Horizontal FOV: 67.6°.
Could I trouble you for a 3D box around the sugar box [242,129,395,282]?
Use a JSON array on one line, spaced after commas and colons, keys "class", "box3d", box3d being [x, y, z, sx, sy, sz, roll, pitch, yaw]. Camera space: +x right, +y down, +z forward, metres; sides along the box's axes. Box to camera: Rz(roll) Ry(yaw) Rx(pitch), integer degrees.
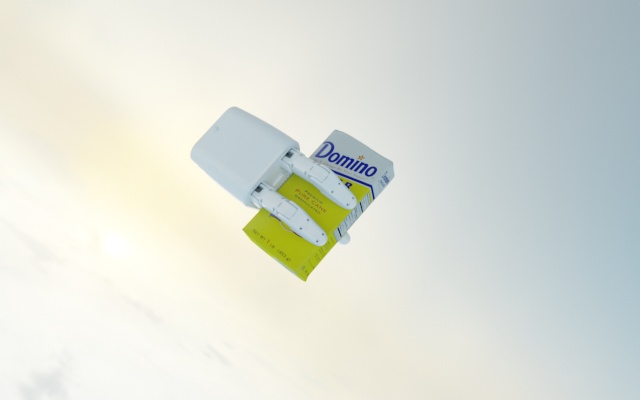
[{"class": "sugar box", "box3d": [0.000, 0.002, 0.577, 0.093, 0.176, 0.048, 35, -13, 25]}]
